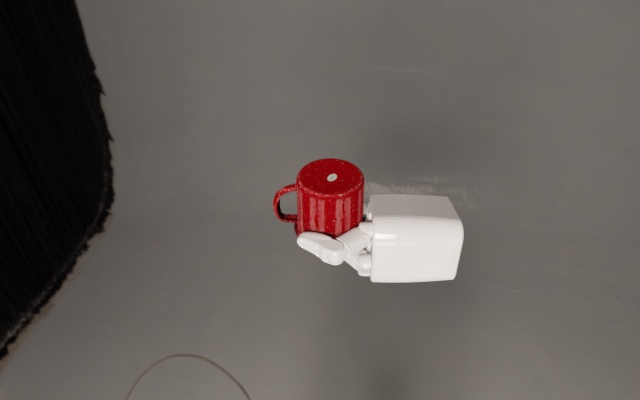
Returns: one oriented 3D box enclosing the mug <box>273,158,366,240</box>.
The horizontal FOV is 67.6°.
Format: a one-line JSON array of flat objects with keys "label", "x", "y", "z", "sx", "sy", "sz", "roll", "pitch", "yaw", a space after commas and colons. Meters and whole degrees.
[{"label": "mug", "x": -0.001, "y": 0.002, "z": 0.589, "sx": 0.117, "sy": 0.082, "sz": 0.093, "roll": -1, "pitch": 39, "yaw": 0}]
